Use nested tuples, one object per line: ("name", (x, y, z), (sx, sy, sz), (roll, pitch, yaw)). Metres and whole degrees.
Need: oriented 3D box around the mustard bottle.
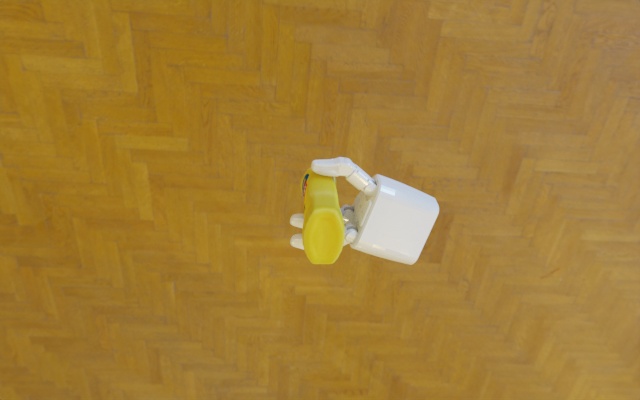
("mustard bottle", (0.000, 0.002, 0.720), (0.058, 0.096, 0.191), (-1, 31, -2))
